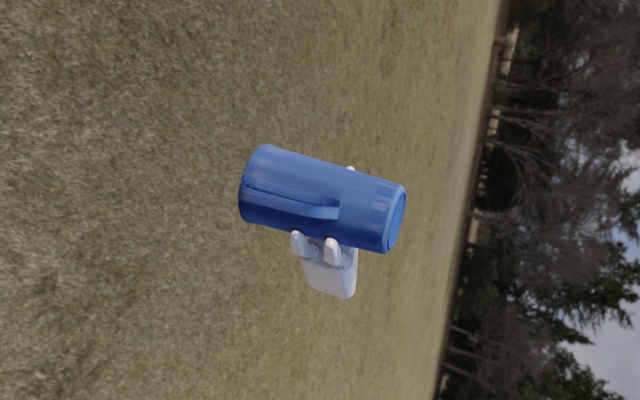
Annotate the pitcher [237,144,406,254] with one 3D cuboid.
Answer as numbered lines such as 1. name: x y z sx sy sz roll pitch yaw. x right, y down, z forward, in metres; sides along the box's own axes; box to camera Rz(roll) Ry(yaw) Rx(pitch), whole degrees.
1. pitcher: 0.000 0.002 0.739 0.243 0.149 0.145 15 -35 18
